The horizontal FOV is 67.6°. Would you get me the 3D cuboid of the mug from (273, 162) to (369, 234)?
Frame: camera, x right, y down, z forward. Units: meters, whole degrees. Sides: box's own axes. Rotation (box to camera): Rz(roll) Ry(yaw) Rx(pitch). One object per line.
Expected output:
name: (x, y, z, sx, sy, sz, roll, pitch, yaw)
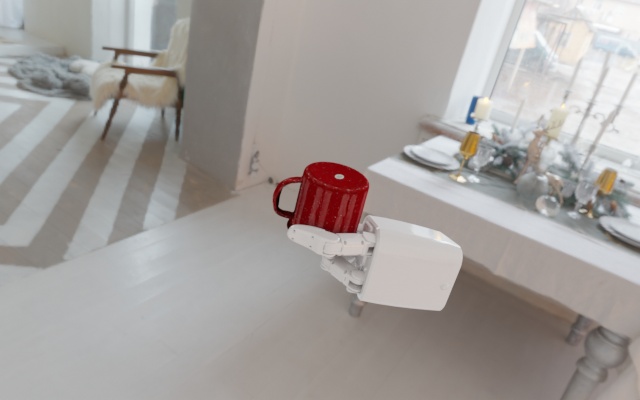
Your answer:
mug: (-0.001, 0.001, 0.584, 0.117, 0.081, 0.093, 11, 26, -7)
